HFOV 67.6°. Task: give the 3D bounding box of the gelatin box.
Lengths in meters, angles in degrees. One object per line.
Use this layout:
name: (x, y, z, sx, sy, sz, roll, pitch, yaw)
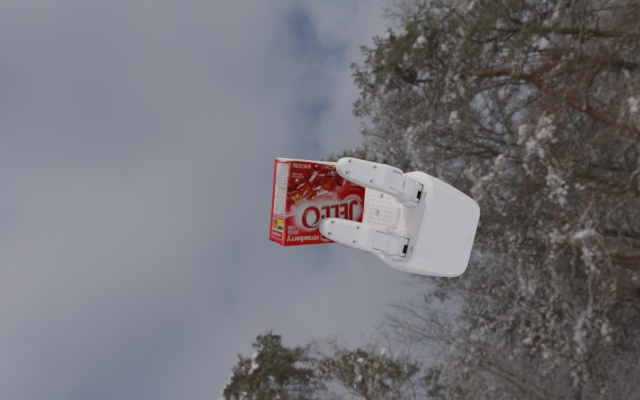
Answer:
gelatin box: (0.000, 0.001, 0.430, 0.089, 0.073, 0.030, 1, 8, -36)
